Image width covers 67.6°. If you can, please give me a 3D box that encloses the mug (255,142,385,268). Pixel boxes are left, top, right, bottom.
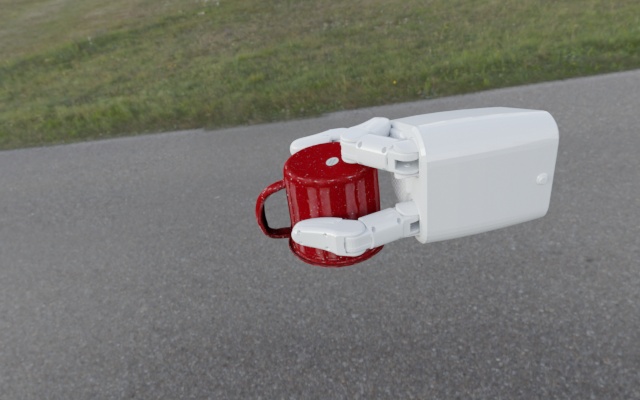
[{"bbox_3d":[-0.001,0.001,0.426,0.117,0.081,0.093,-10,30,-4],"label":"mug"}]
